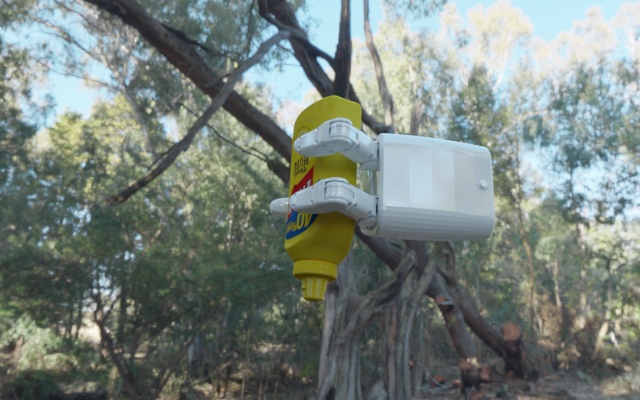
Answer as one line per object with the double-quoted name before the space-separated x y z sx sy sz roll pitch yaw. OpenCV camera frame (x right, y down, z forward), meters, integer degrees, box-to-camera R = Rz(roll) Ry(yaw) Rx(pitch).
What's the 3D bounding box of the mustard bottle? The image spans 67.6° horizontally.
"mustard bottle" 0.000 0.001 0.469 0.058 0.191 0.096 14 -22 -27
